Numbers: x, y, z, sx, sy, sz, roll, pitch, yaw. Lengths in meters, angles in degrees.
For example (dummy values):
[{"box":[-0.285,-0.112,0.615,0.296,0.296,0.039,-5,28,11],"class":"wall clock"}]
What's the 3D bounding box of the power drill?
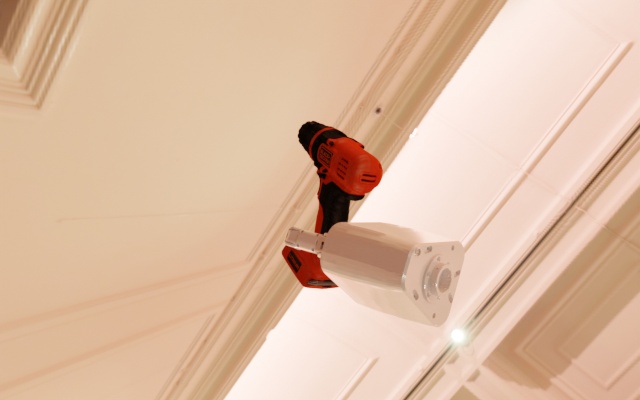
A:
[{"box":[0.000,0.003,0.607,0.057,0.188,0.184,4,21,-24],"class":"power drill"}]
